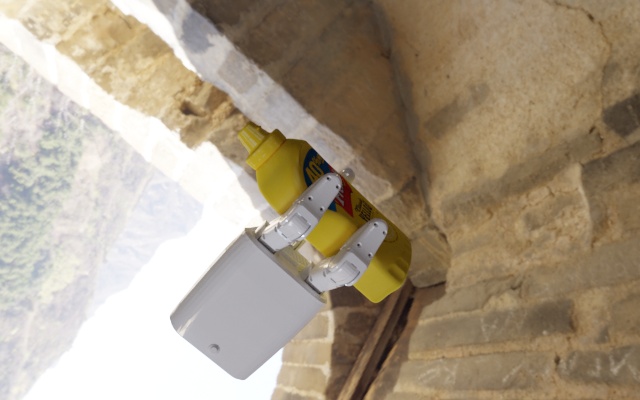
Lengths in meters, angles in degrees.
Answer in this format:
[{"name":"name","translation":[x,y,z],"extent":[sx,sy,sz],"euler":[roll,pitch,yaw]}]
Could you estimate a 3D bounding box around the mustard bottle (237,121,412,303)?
[{"name":"mustard bottle","translation":[0.000,0.001,0.438],"extent":[0.058,0.191,0.096],"euler":[-41,13,26]}]
